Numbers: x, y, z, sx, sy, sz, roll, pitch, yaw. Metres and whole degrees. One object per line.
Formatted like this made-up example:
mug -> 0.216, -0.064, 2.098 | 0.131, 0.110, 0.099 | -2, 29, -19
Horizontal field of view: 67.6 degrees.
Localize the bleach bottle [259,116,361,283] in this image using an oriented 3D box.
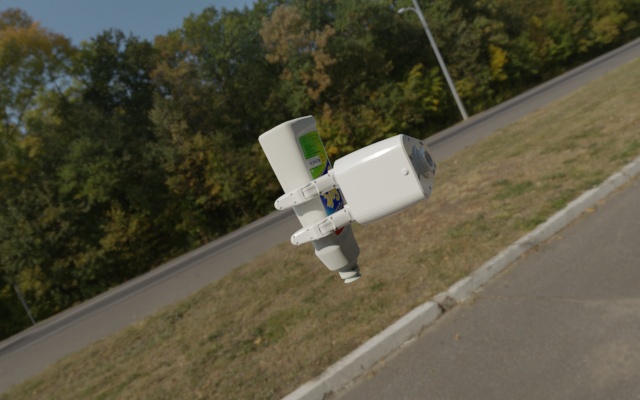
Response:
bleach bottle -> 0.000, 0.002, 0.719 | 0.068, 0.251, 0.102 | -23, 5, 30
